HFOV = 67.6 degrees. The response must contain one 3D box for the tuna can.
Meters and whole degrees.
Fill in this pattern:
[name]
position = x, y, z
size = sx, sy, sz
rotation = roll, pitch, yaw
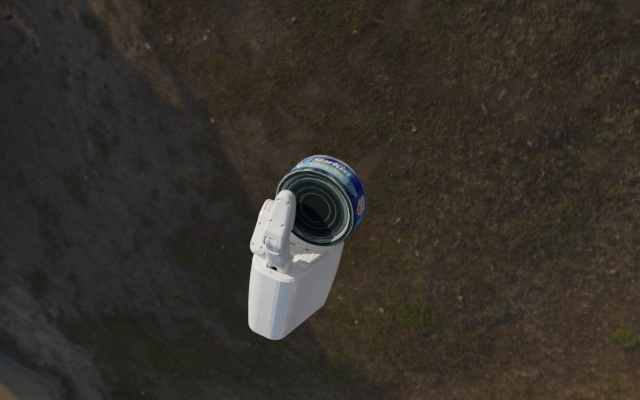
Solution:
[tuna can]
position = 0.000, 0.002, 0.466
size = 0.086, 0.086, 0.033
rotation = 0, 26, 28
